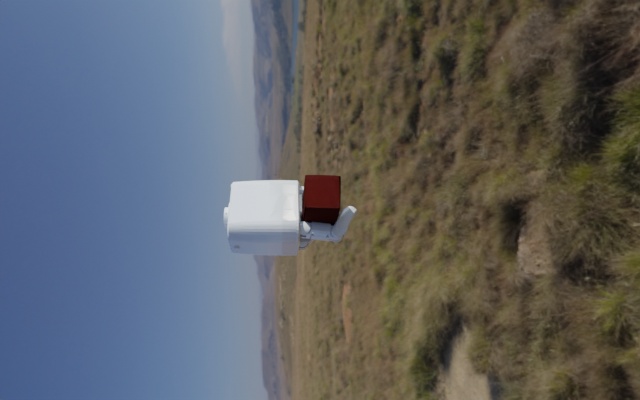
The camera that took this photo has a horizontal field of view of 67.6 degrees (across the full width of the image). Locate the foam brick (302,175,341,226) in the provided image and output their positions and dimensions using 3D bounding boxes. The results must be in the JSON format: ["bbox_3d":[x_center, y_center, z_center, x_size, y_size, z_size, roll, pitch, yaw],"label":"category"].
[{"bbox_3d":[0.000,0.002,0.702,0.051,0.053,0.078,3,-24,-4],"label":"foam brick"}]
